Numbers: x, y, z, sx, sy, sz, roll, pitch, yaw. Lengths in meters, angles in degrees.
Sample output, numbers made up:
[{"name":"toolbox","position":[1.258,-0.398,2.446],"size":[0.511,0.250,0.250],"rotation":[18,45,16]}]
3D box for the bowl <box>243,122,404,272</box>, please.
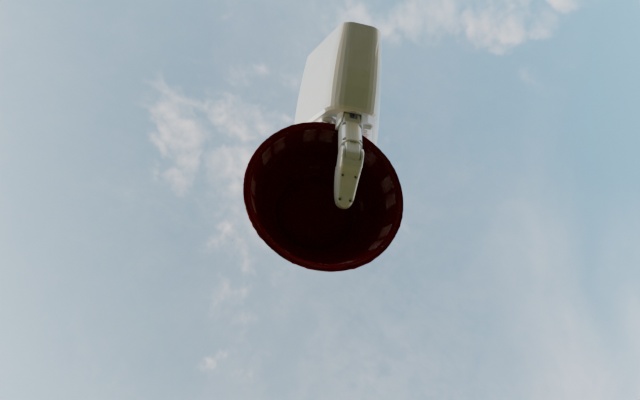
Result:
[{"name":"bowl","position":[0.000,0.003,0.490],"size":[0.162,0.162,0.055],"rotation":[0,-24,-14]}]
